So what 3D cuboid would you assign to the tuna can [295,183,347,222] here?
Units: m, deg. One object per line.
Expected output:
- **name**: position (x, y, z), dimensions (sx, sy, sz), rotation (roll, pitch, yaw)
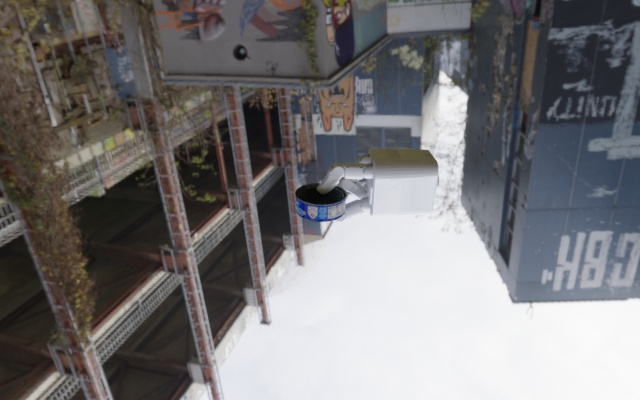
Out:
- **tuna can**: position (0.000, 0.003, 0.799), dimensions (0.086, 0.034, 0.086), rotation (2, 25, -1)
